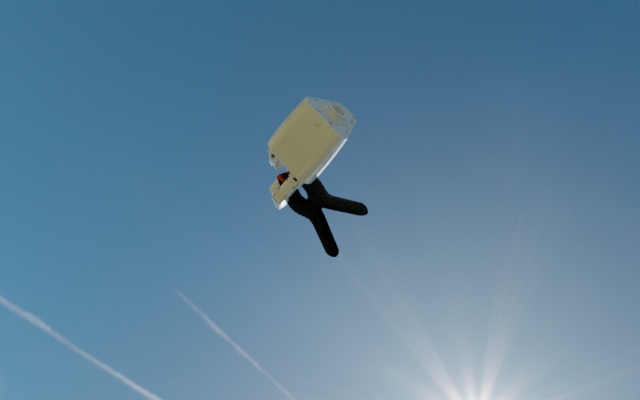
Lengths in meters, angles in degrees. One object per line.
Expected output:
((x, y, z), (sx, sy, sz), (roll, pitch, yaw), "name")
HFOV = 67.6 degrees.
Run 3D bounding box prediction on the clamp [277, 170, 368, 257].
((0.000, 0.002, 0.810), (0.120, 0.171, 0.039), (-47, -8, 31), "clamp")
